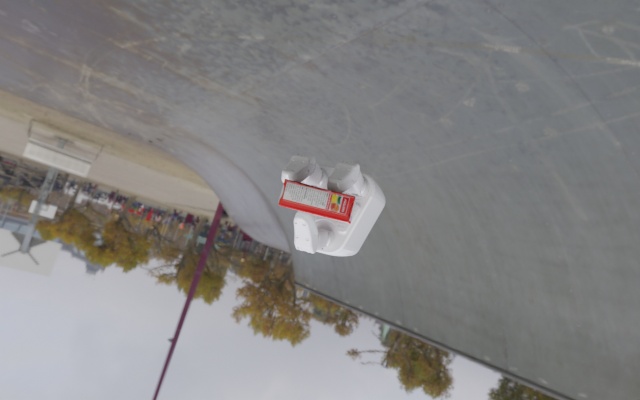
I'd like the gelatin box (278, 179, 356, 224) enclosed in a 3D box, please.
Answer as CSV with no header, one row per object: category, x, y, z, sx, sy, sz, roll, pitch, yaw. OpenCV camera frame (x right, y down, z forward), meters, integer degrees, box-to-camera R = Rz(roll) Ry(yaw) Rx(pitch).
gelatin box,0.000,0.002,0.510,0.073,0.030,0.089,15,-1,6
